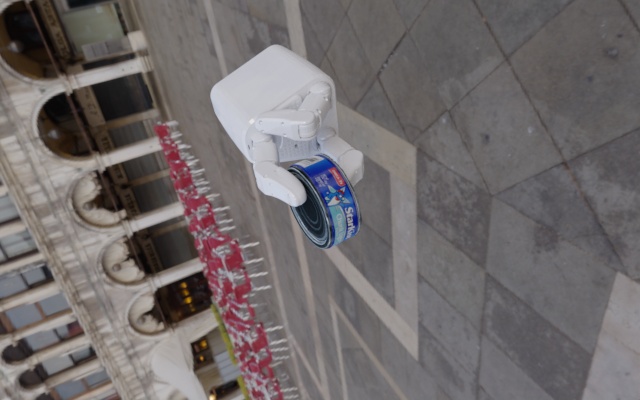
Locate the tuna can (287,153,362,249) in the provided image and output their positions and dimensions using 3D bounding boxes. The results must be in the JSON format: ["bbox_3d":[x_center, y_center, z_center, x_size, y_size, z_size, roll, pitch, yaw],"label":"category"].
[{"bbox_3d":[0.000,0.002,0.448,0.033,0.086,0.086,-25,10,-22],"label":"tuna can"}]
